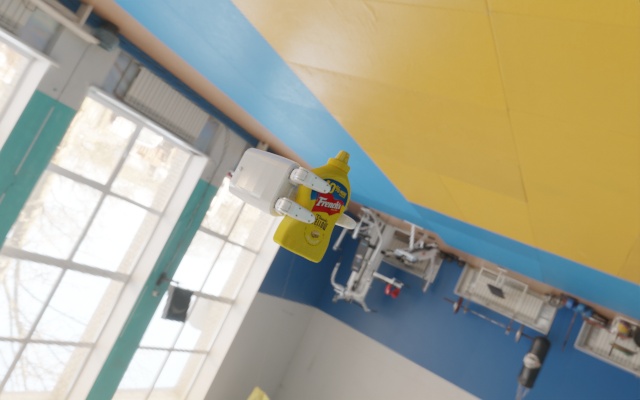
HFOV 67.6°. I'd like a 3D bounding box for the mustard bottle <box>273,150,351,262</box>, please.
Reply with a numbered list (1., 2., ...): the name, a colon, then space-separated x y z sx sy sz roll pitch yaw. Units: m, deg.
1. mustard bottle: 0.000 0.003 0.810 0.096 0.191 0.058 30 -7 -35
